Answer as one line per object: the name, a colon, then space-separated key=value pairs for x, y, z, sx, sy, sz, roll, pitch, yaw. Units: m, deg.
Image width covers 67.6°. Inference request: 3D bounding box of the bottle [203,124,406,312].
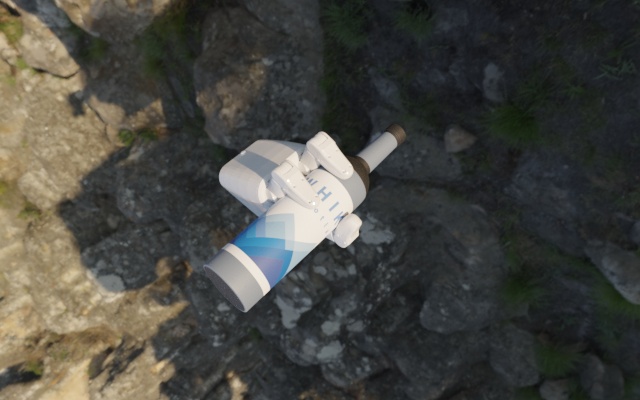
bottle: x=0.000 y=0.002 z=0.554 sx=0.295 sy=0.069 sz=0.069 roll=-42 pitch=20 yaw=-24
